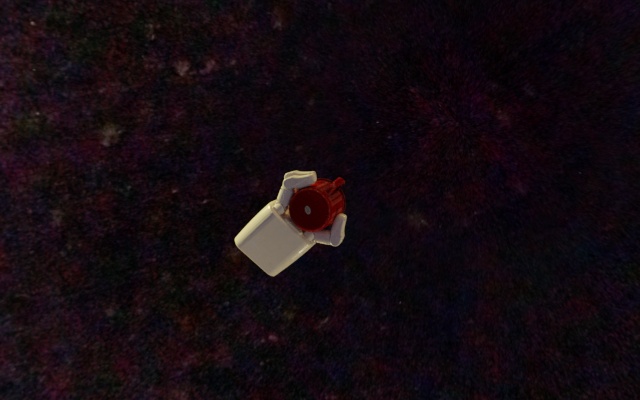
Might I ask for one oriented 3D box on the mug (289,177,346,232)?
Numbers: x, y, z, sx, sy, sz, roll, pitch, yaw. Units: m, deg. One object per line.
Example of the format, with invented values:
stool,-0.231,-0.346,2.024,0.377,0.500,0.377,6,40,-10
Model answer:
mug,0.001,0.002,0.871,0.117,0.093,0.081,-43,-4,19
